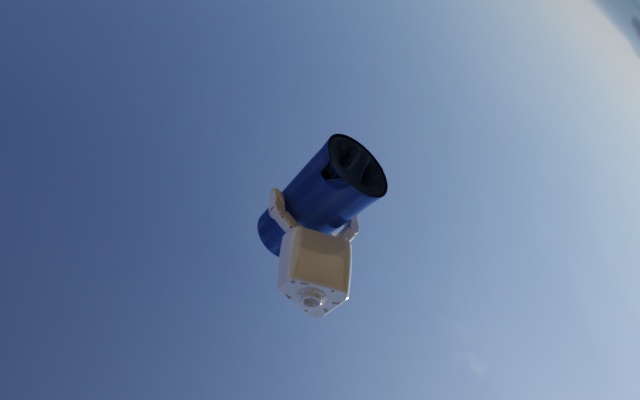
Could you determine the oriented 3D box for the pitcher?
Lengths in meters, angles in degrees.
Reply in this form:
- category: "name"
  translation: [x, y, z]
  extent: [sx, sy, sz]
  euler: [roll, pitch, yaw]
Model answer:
- category: "pitcher"
  translation: [0.000, 0.003, 0.866]
  extent: [0.149, 0.145, 0.243]
  euler: [30, -52, -24]
